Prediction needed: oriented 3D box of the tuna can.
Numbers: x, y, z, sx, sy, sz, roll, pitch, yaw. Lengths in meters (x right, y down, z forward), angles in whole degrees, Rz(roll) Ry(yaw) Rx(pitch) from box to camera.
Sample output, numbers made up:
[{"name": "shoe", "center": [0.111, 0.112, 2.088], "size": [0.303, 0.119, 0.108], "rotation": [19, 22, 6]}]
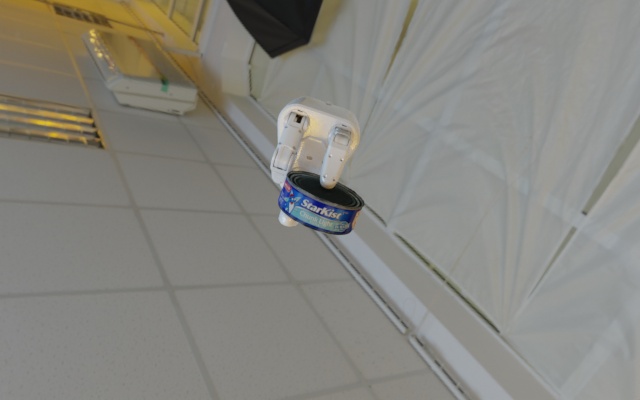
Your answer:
[{"name": "tuna can", "center": [0.000, 0.002, 0.496], "size": [0.086, 0.034, 0.086], "rotation": [20, 17, -6]}]
